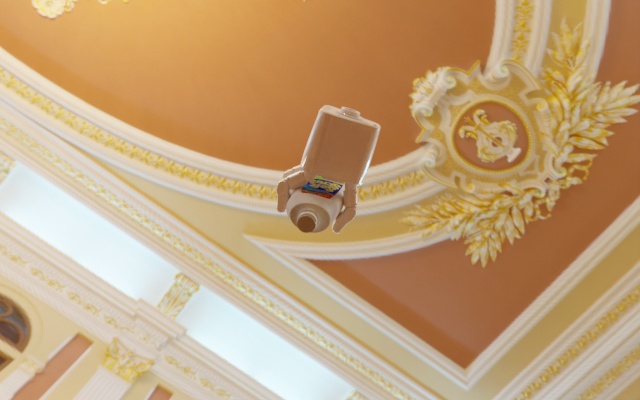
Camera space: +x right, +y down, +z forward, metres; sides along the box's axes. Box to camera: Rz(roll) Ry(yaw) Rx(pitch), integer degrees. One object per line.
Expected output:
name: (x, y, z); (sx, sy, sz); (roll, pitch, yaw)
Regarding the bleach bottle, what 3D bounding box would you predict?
bleach bottle: (0.000, 0.003, 0.840); (0.102, 0.068, 0.250); (19, 18, 0)
